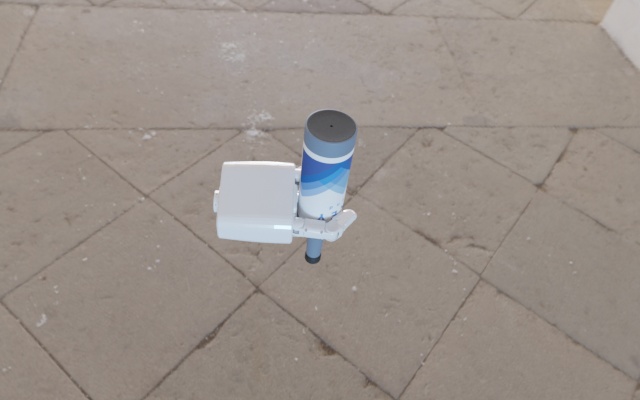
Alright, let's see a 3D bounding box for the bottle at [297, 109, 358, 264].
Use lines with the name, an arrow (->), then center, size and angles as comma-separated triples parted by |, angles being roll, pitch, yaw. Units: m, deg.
bottle -> 0.000, 0.002, 0.705 | 0.069, 0.069, 0.296 | 0, -40, -7
